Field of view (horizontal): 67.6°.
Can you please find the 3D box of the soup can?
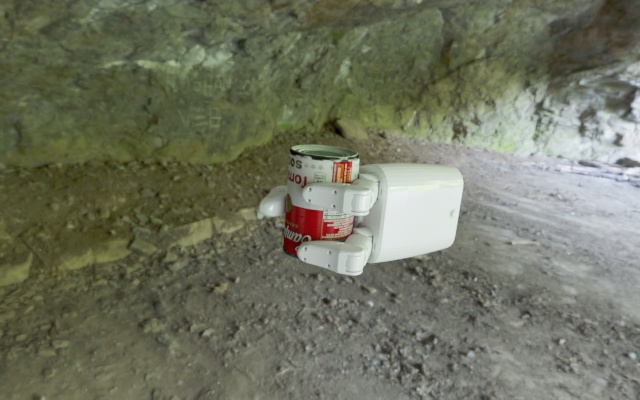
[{"bbox_3d":[0.000,0.001,0.463,0.068,0.102,0.068,4,15,-1],"label":"soup can"}]
